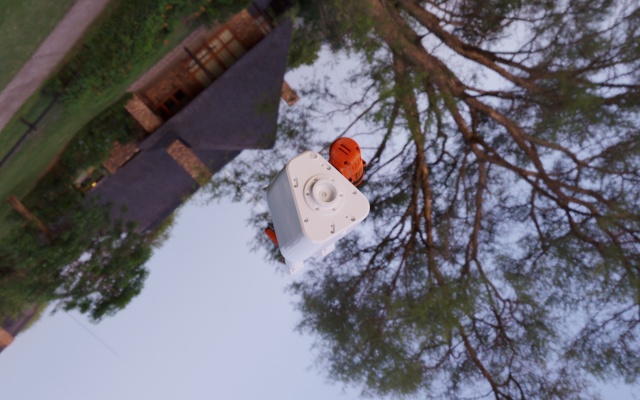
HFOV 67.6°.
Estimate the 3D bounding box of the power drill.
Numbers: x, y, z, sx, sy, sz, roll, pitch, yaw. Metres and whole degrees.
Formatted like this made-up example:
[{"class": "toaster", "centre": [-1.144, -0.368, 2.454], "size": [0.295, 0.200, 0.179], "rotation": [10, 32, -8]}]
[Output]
[{"class": "power drill", "centre": [0.000, 0.003, 0.741], "size": [0.057, 0.187, 0.184], "rotation": [35, -8, 15]}]
